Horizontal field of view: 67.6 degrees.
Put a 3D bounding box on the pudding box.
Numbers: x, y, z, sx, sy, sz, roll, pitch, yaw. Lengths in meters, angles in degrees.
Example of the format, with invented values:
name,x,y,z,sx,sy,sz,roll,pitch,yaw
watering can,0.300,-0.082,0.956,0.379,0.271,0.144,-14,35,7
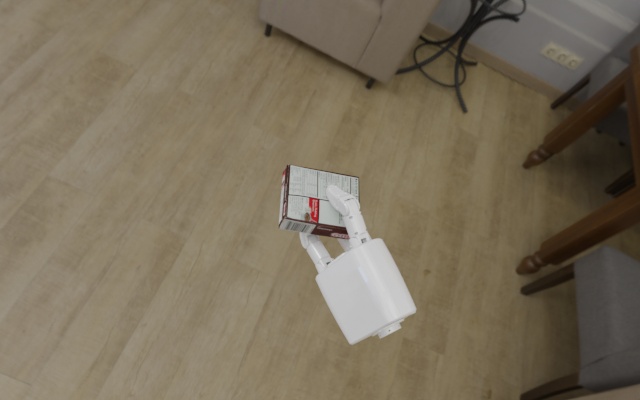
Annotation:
name,x,y,z,sx,sy,sz,roll,pitch,yaw
pudding box,0.000,0.002,0.683,0.113,0.090,0.039,11,-30,-16
